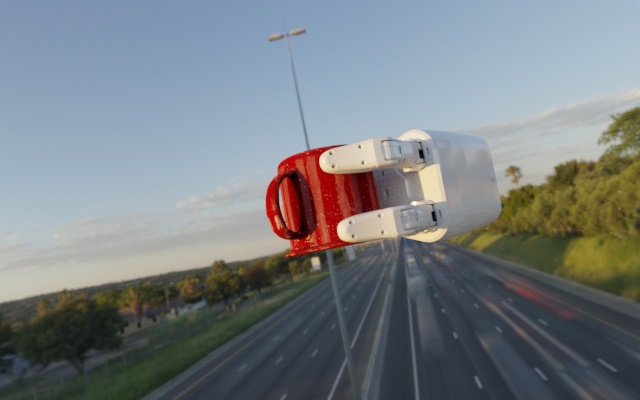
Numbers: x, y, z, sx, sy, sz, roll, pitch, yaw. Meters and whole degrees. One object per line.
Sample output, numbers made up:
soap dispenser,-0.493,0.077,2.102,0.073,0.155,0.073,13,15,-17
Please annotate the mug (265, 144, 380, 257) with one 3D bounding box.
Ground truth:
mug,-0.001,0.001,0.404,0.117,0.081,0.093,-5,-8,-45
